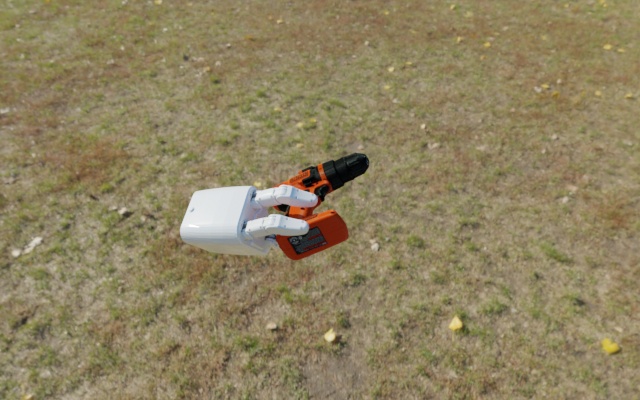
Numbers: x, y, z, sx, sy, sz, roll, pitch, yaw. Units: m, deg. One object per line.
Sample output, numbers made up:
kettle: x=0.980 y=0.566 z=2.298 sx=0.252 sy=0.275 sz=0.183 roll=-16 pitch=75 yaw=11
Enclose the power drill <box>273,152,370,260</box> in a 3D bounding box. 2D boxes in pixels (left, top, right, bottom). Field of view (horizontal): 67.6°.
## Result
power drill: x=0.000 y=0.003 z=0.763 sx=0.184 sy=0.057 sz=0.187 roll=-25 pitch=28 yaw=13
